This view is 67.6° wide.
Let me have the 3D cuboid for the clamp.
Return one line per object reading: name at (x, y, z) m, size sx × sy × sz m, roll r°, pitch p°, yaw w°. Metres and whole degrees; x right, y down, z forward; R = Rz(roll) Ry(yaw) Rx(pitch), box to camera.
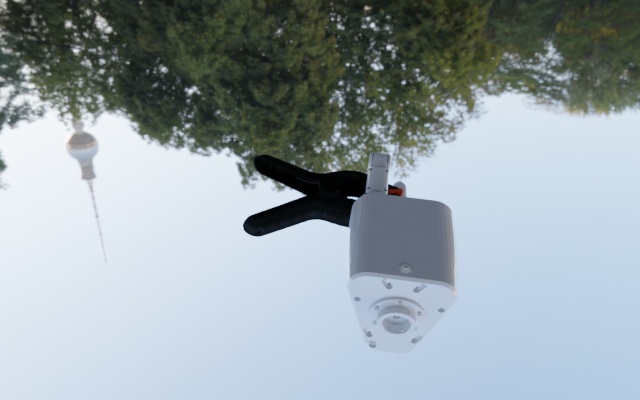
clamp at (0.000, 0.002, 0.508) m, size 0.171 × 0.120 × 0.039 m, roll 7°, pitch -43°, yaw 5°
